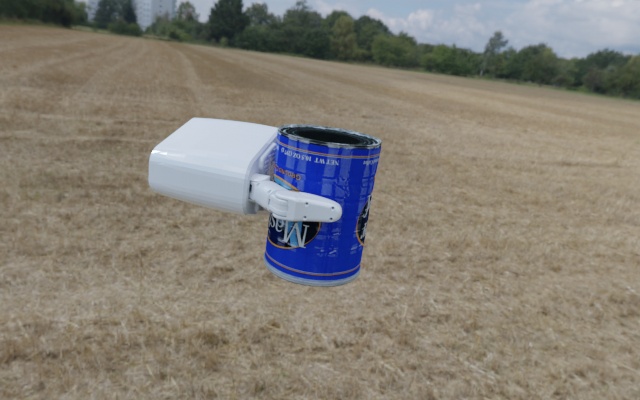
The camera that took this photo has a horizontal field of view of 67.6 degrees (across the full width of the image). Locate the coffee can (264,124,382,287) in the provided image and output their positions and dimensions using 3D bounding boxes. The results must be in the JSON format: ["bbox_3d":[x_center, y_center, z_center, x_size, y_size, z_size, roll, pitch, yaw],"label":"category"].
[{"bbox_3d":[0.000,0.002,0.484,0.103,0.140,0.102,7,17,-2],"label":"coffee can"}]
